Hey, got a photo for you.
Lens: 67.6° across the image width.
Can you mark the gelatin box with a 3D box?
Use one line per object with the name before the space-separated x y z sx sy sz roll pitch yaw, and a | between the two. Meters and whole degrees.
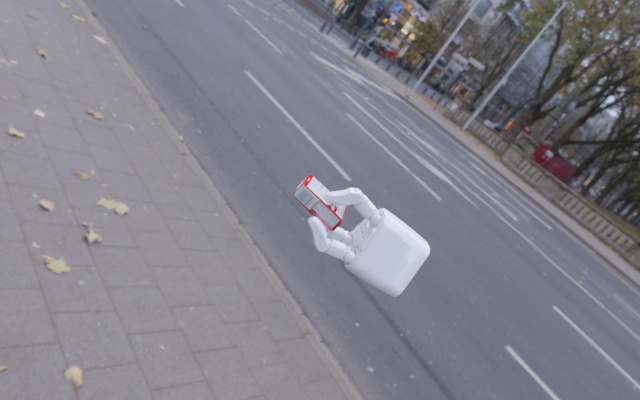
gelatin box | 0.000 0.002 0.787 0.030 0.089 0.073 -45 6 18
